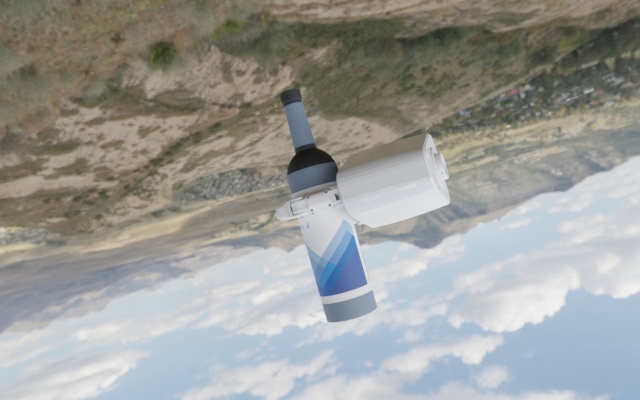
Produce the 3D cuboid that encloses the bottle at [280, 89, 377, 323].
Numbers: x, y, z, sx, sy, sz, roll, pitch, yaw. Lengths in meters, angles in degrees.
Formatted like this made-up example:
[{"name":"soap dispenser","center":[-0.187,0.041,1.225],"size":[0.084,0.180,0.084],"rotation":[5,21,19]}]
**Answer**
[{"name":"bottle","center":[0.000,0.002,0.610],"size":[0.069,0.295,0.069],"rotation":[-16,-3,-1]}]
